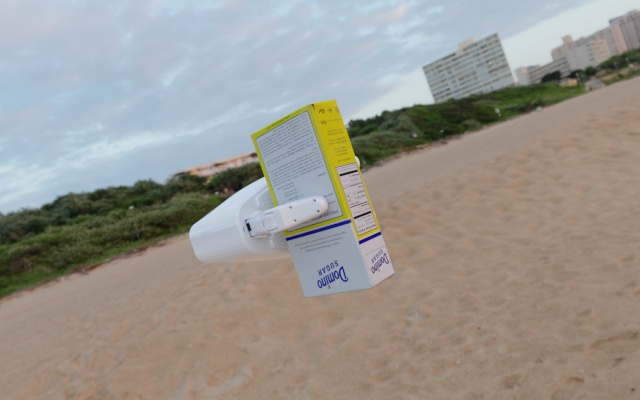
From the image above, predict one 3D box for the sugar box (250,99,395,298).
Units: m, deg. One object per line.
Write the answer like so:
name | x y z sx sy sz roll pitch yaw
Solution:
sugar box | 0.000 0.001 0.466 0.093 0.176 0.048 -18 2 43
